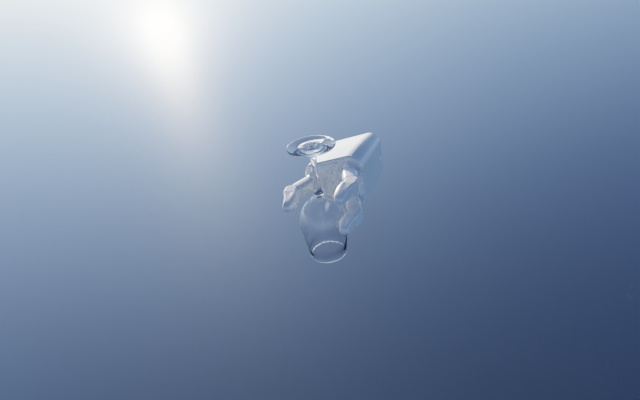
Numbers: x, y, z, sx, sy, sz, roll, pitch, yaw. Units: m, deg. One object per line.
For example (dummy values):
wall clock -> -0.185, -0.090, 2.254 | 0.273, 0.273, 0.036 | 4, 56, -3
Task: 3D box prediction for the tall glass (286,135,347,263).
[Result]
tall glass -> 0.000, 0.002, 0.759 | 0.079, 0.201, 0.079 | -7, 31, 4
